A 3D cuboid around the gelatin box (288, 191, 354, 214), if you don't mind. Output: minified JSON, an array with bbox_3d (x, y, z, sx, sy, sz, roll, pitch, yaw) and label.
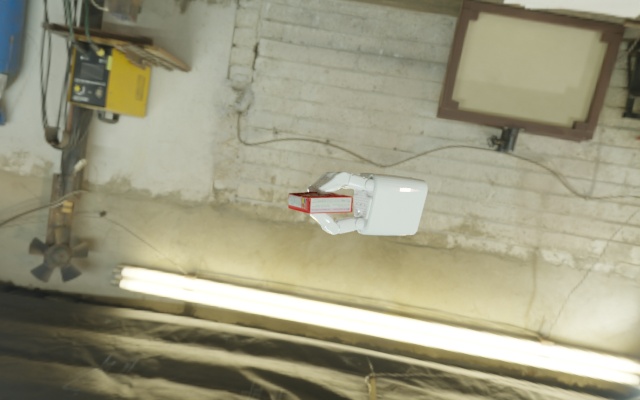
[{"bbox_3d":[0.000,0.003,0.816,0.089,0.030,0.073,-2,8,-31],"label":"gelatin box"}]
